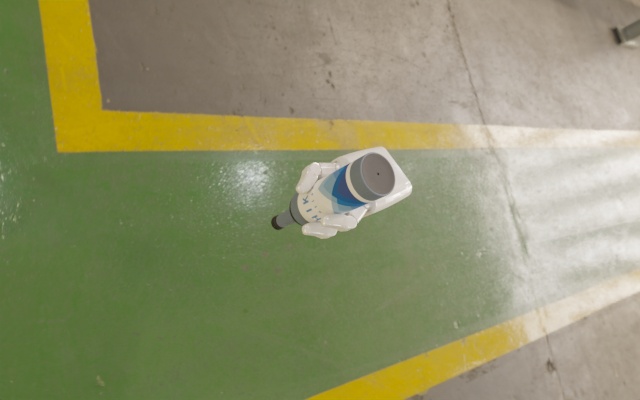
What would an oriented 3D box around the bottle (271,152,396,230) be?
[{"bbox_3d":[0.000,0.003,0.792,0.069,0.069,0.296,0,-16,-36],"label":"bottle"}]
